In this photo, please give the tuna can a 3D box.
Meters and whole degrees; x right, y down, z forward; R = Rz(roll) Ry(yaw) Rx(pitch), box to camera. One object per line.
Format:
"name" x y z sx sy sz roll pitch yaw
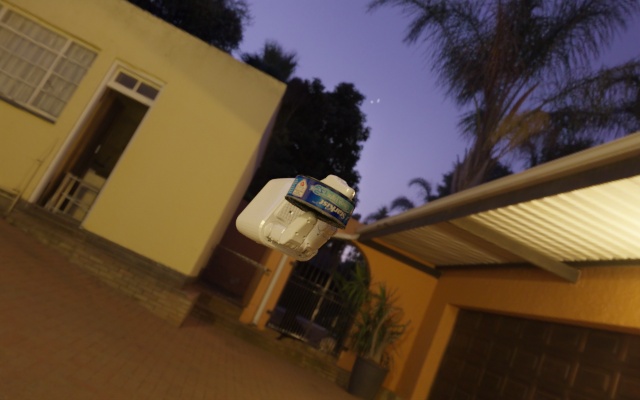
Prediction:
"tuna can" 0.000 0.001 0.596 0.086 0.033 0.086 27 -8 4
